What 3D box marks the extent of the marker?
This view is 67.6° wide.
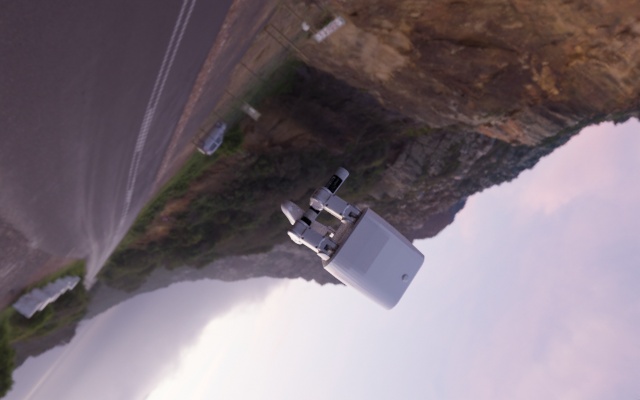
[{"bbox_3d":[0.000,0.002,0.699,0.020,0.121,0.020,34,-14,10],"label":"marker"}]
